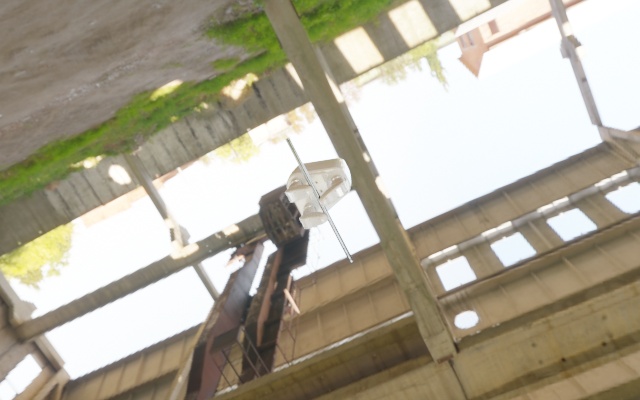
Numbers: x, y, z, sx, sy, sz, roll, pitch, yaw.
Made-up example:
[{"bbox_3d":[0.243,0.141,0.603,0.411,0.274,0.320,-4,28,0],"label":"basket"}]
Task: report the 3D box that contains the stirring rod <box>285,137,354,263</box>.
[{"bbox_3d":[0.000,0.003,0.804,0.011,0.239,0.011,-26,14,7],"label":"stirring rod"}]
